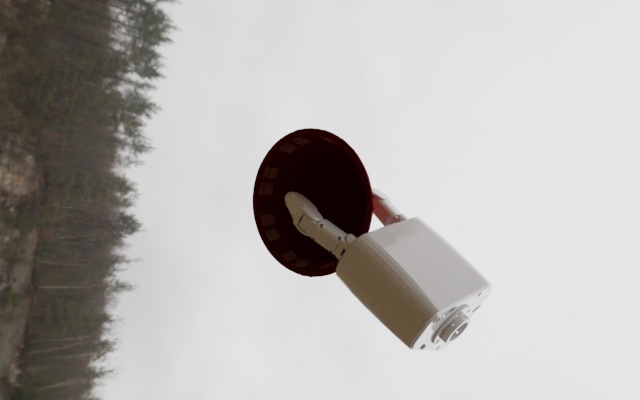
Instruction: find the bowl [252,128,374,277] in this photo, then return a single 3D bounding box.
[{"bbox_3d":[0.000,0.001,0.539,0.162,0.162,0.055,0,3,35],"label":"bowl"}]
